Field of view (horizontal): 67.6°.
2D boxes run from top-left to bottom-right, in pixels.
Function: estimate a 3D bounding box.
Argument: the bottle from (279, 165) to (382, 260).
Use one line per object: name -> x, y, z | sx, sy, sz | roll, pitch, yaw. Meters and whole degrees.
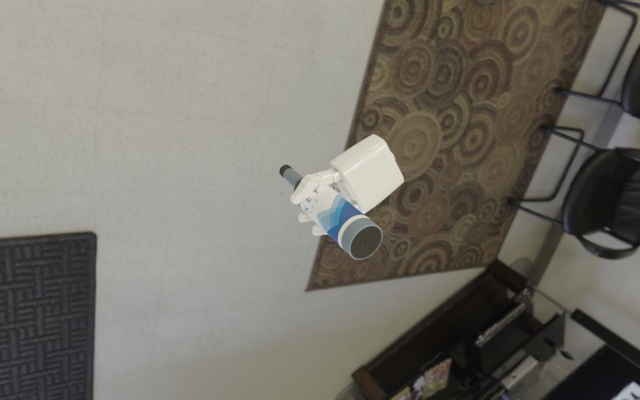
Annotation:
bottle -> 0.000, 0.003, 0.883 | 0.069, 0.069, 0.295 | 0, 26, -34
